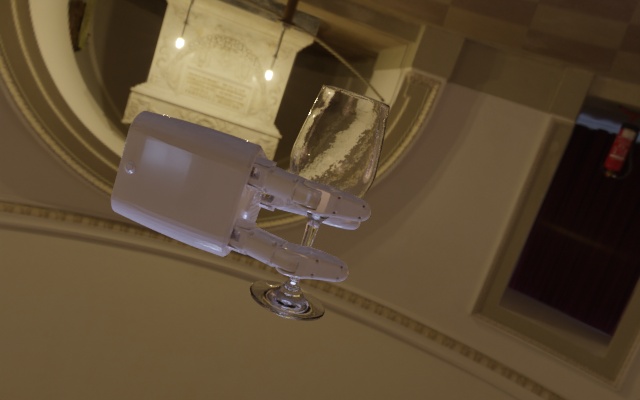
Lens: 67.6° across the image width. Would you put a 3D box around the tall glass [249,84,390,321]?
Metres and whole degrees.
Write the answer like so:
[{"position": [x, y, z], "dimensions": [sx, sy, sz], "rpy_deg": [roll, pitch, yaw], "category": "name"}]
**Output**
[{"position": [0.000, 0.002, 0.433], "dimensions": [0.079, 0.201, 0.079], "rpy_deg": [19, 10, -3], "category": "tall glass"}]
